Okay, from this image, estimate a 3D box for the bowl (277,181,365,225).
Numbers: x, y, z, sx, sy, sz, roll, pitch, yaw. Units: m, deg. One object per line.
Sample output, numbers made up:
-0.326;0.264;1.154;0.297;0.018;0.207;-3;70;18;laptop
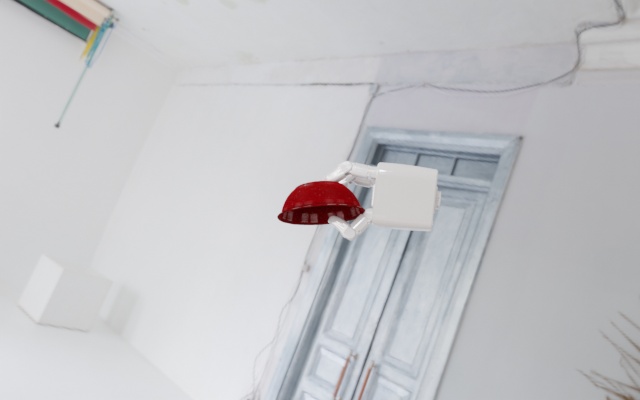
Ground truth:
-0.001;0.003;0.876;0.162;0.055;0.162;-4;-14;-1;bowl
